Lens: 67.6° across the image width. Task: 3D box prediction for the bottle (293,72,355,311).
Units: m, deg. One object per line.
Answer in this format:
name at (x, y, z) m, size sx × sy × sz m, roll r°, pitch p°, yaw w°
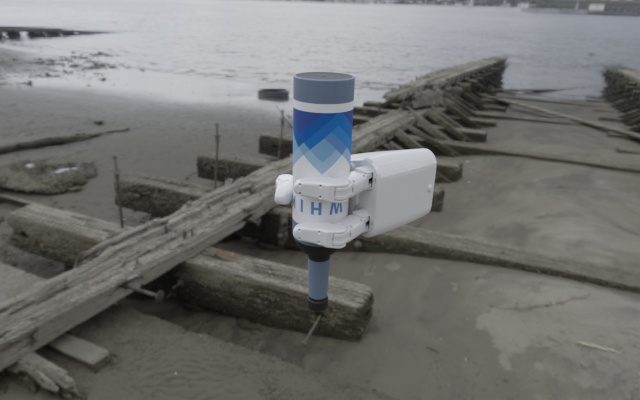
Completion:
bottle at (0.000, 0.002, 0.570) m, size 0.069 × 0.296 × 0.069 m, roll 1°, pitch 23°, yaw -1°
